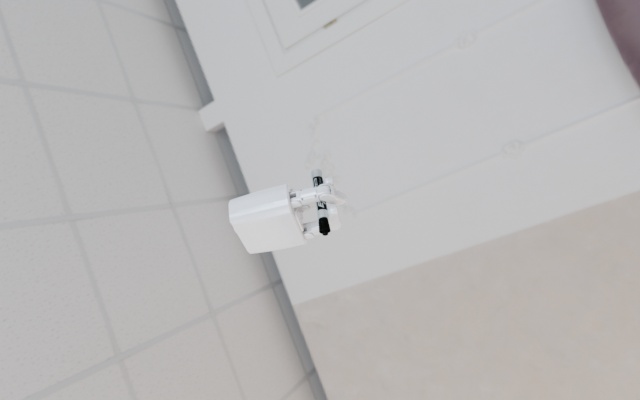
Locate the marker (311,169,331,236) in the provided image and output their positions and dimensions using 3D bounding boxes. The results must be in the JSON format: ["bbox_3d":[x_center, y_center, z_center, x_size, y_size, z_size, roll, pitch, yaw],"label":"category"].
[{"bbox_3d":[0.000,0.003,0.786,0.020,0.121,0.020,-6,-30,-4],"label":"marker"}]
